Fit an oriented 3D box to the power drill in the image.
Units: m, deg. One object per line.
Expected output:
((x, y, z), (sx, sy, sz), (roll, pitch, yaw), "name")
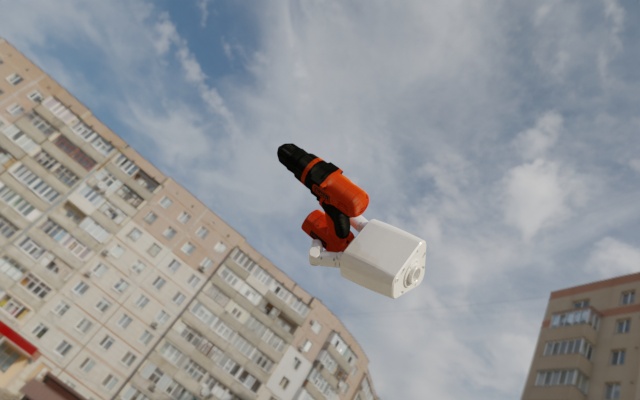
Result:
((0.000, 0.003, 0.824), (0.184, 0.057, 0.188), (38, -25, 25), "power drill")
